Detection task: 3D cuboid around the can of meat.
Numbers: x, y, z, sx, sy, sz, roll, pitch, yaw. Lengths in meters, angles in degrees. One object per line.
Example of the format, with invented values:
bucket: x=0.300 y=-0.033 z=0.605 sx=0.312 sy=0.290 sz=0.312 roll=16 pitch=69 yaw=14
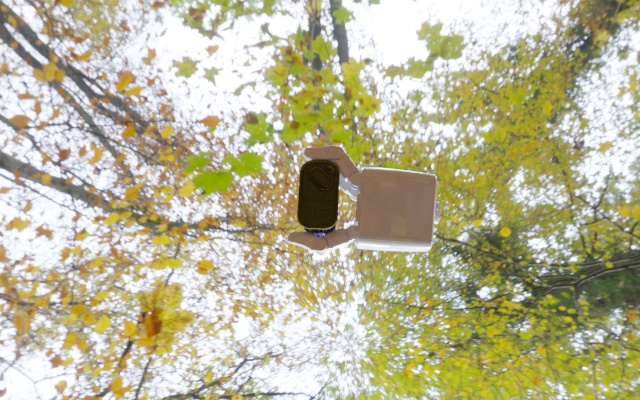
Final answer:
can of meat: x=0.000 y=0.003 z=0.708 sx=0.057 sy=0.102 sz=0.084 roll=1 pitch=-17 yaw=4
